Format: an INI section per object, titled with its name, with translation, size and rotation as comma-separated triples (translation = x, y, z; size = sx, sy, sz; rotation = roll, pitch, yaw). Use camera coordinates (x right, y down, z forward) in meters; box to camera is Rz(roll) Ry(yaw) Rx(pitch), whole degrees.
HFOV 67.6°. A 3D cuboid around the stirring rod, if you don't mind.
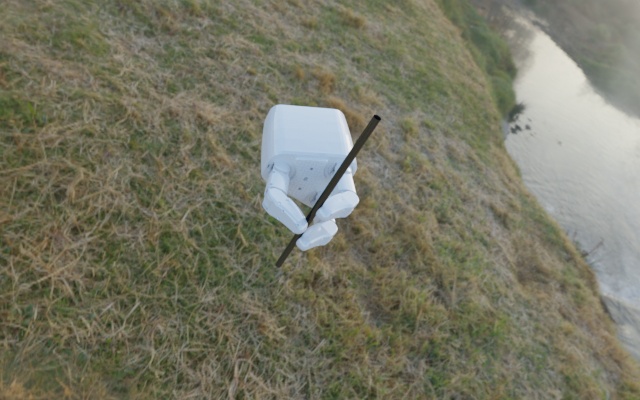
[stirring rod]
translation = 0.000, 0.002, 0.514
size = 0.011, 0.011, 0.240
rotation = 0, -40, -35
